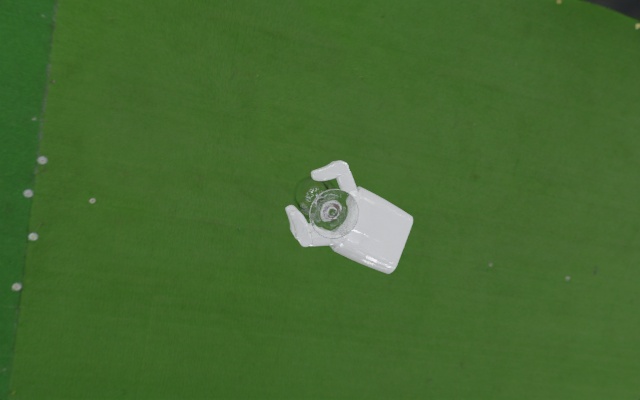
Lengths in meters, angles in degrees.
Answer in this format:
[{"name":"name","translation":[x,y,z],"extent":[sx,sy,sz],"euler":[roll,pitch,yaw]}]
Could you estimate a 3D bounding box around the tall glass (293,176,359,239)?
[{"name":"tall glass","translation":[0.000,0.003,0.788],"extent":[0.079,0.079,0.201],"euler":[0,10,-12]}]
